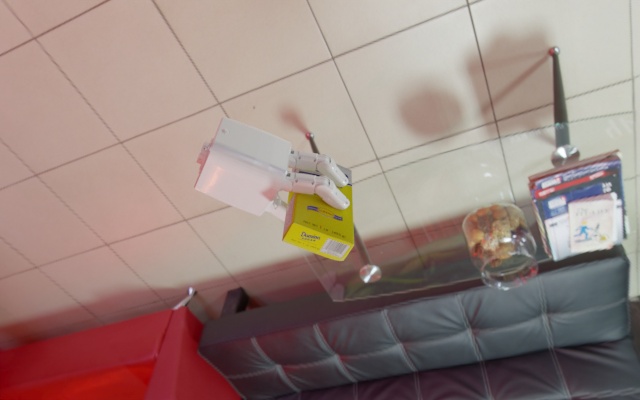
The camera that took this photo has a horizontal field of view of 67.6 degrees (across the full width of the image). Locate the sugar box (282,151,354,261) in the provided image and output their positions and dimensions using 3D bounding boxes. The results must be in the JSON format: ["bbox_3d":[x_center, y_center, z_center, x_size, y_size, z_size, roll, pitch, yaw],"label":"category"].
[{"bbox_3d":[0.000,0.002,0.705,0.093,0.048,0.176,21,39,-15],"label":"sugar box"}]
